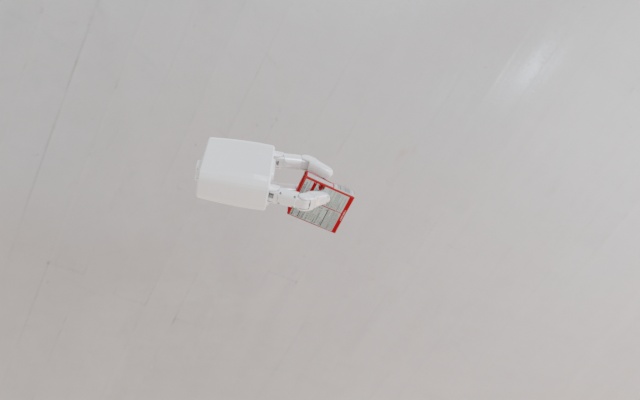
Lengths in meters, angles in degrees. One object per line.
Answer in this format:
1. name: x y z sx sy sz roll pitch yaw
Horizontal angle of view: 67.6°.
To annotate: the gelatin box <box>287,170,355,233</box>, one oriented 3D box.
1. gelatin box: 0.000 0.003 0.772 0.089 0.073 0.030 23 23 -9
